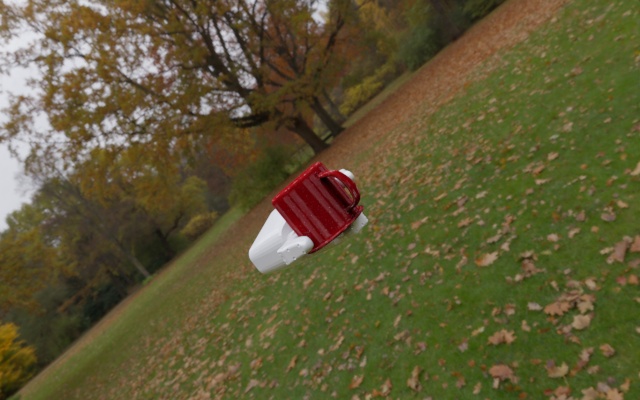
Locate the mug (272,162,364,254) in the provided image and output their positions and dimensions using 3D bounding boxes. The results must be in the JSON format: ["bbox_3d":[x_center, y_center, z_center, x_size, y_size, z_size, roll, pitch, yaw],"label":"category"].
[{"bbox_3d":[0.001,0.001,0.588,0.117,0.081,0.093,-34,8,48],"label":"mug"}]
